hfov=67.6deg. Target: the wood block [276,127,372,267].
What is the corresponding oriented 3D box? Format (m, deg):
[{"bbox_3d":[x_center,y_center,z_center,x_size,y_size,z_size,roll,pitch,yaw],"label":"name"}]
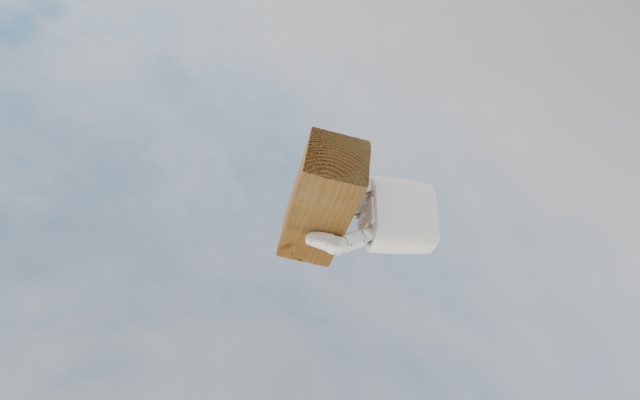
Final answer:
[{"bbox_3d":[0.000,0.003,0.715,0.090,0.090,0.206,14,-41,-6],"label":"wood block"}]
